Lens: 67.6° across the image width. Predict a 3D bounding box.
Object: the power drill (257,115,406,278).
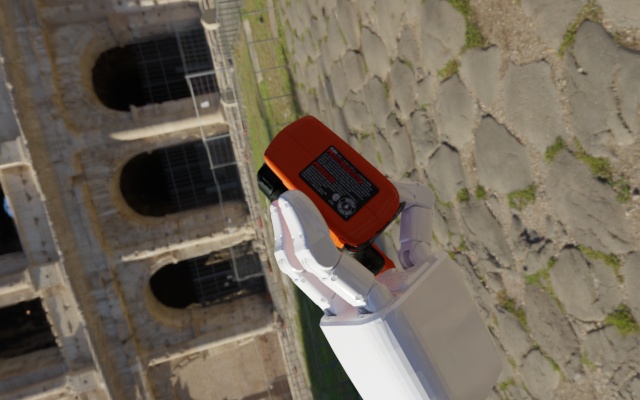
[{"bbox_3d":[0.000,0.001,0.433,0.184,0.057,0.188,42,-12,15],"label":"power drill"}]
